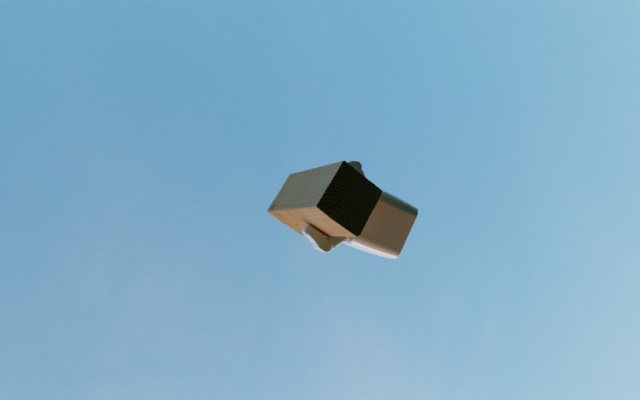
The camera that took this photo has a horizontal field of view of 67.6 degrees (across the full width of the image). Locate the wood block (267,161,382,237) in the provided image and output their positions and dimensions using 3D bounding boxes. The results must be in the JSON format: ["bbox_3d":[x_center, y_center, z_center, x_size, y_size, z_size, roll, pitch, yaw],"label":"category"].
[{"bbox_3d":[0.000,0.003,0.828,0.090,0.090,0.206,36,-19,-21],"label":"wood block"}]
